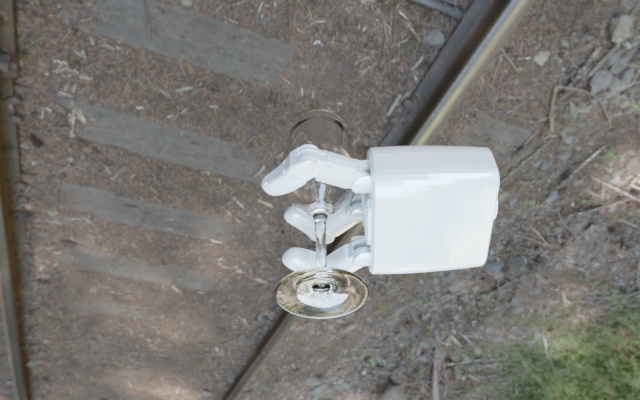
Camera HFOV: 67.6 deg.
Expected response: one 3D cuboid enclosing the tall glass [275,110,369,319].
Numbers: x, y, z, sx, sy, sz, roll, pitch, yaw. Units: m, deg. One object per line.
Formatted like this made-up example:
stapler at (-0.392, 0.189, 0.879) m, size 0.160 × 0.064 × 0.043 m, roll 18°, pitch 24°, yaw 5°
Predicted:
tall glass at (0.000, 0.002, 0.442) m, size 0.079 × 0.200 × 0.079 m, roll -1°, pitch -42°, yaw -1°
